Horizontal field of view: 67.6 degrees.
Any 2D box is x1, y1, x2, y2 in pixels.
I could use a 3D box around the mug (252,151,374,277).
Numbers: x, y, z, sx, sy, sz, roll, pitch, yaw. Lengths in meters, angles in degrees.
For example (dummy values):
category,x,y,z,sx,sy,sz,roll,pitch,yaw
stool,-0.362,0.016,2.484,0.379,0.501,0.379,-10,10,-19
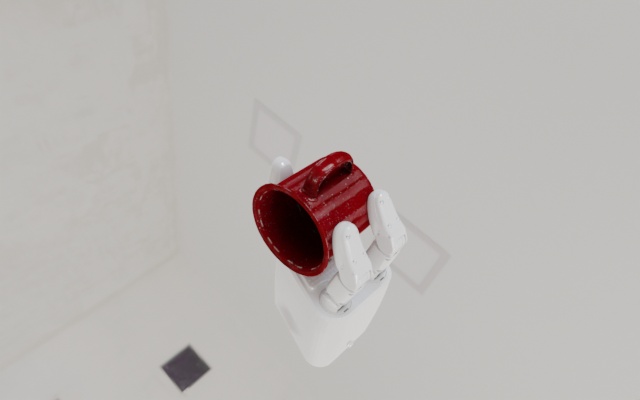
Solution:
category,x,y,z,sx,sy,sz,roll,pitch,yaw
mug,0.000,0.000,0.432,0.093,0.117,0.081,39,50,21
